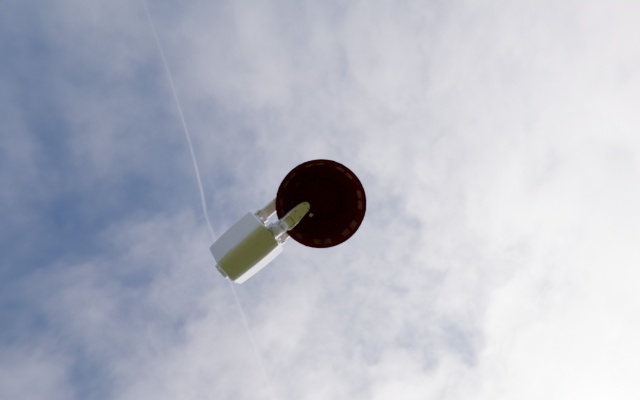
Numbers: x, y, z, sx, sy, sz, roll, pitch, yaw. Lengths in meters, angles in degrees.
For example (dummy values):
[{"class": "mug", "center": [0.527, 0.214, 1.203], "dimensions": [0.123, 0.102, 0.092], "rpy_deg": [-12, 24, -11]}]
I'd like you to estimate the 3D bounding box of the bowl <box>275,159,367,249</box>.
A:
[{"class": "bowl", "center": [0.001, 0.002, 0.868], "dimensions": [0.162, 0.162, 0.055], "rpy_deg": [0, 10, -2]}]
